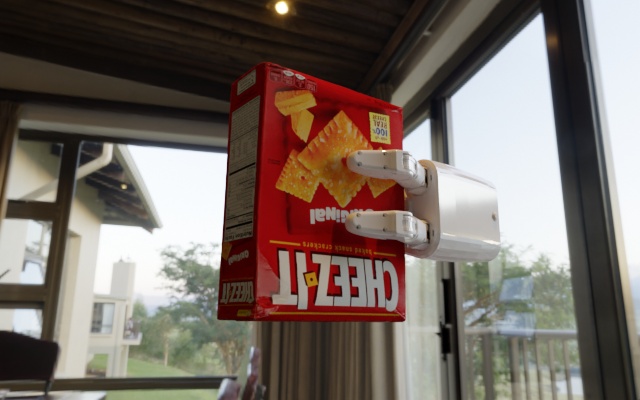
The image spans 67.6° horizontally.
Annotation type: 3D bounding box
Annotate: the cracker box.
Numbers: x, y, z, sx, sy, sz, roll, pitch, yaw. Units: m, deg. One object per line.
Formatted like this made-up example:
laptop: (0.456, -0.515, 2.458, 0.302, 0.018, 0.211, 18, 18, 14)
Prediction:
cracker box: (0.000, 0.001, 0.437, 0.164, 0.213, 0.072, 10, -16, -35)
